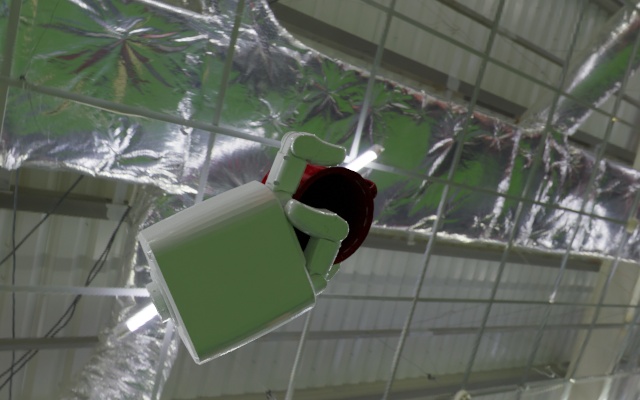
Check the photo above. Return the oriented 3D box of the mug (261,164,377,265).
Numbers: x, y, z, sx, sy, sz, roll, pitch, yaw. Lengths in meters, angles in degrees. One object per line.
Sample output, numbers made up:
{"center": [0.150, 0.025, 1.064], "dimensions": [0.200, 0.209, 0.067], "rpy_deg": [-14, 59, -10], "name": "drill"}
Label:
{"center": [0.001, 0.001, 0.465], "dimensions": [0.117, 0.093, 0.081], "rpy_deg": [-24, 26, -25], "name": "mug"}
